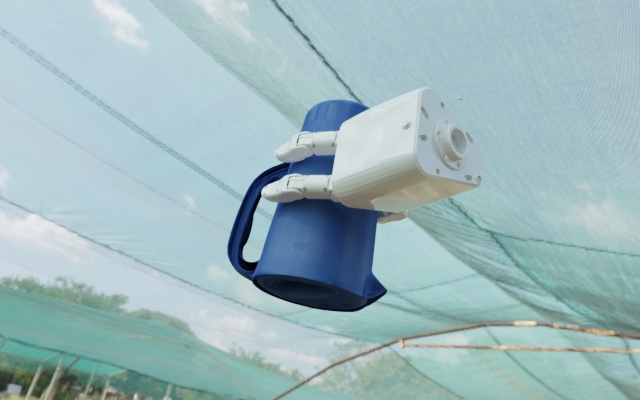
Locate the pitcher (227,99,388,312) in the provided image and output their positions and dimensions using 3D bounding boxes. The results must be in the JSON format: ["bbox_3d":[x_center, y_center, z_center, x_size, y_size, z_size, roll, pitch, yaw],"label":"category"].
[{"bbox_3d":[0.000,0.002,0.577,0.149,0.242,0.145,29,-29,-32],"label":"pitcher"}]
